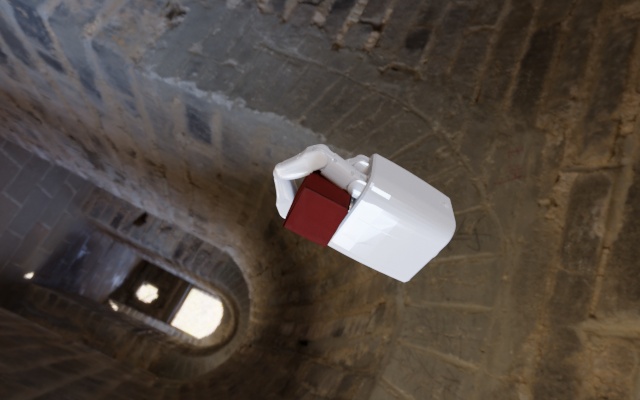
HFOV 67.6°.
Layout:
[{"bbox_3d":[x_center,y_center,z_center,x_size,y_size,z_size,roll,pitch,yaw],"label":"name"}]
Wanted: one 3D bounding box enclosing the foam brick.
[{"bbox_3d":[0.000,0.002,0.504,0.051,0.053,0.078,29,26,-5],"label":"foam brick"}]
